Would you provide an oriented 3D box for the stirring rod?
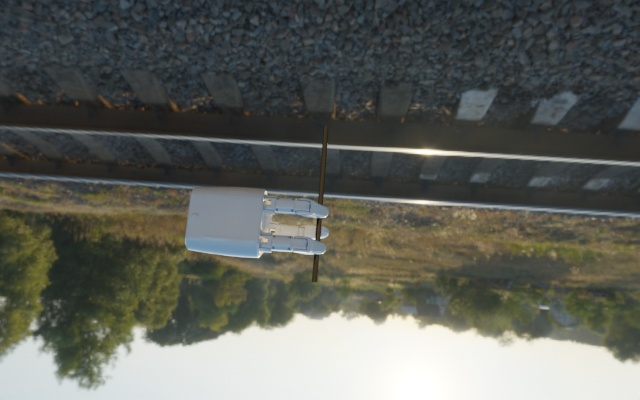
[{"bbox_3d":[0.000,0.002,0.725,0.011,0.239,0.011,4,-11,1],"label":"stirring rod"}]
